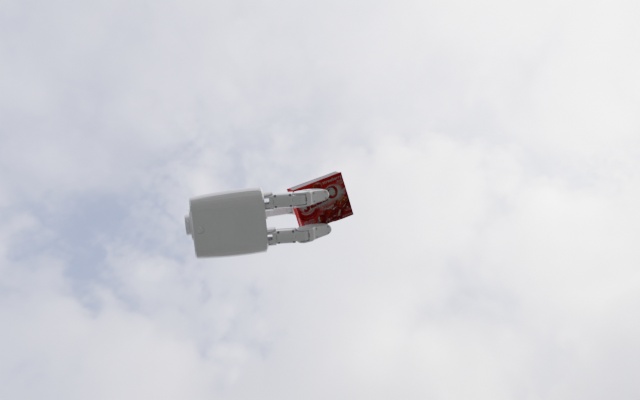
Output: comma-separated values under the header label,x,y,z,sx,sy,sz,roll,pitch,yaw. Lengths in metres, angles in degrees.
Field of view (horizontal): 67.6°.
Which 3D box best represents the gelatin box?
label,x,y,z,sx,sy,sz,roll,pitch,yaw
gelatin box,0.000,0.002,0.752,0.089,0.073,0.030,-21,14,-16
